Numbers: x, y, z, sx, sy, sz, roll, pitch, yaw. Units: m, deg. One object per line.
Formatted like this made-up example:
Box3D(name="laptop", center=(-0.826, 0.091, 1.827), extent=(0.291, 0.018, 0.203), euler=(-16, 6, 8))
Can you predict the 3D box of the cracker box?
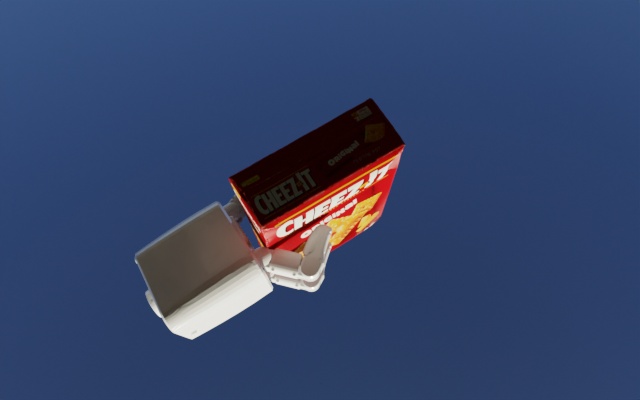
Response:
Box3D(name="cracker box", center=(0.000, 0.002, 0.546), extent=(0.164, 0.072, 0.214), euler=(-31, -18, -11))
